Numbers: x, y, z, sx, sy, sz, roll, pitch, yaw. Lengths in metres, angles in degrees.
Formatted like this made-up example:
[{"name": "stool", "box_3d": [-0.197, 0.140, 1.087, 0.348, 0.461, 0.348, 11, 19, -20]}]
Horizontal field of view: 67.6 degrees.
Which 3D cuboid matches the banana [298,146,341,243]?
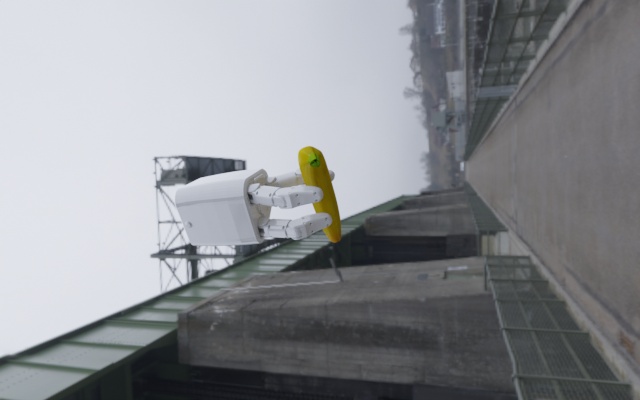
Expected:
[{"name": "banana", "box_3d": [-0.002, -0.015, 0.667, 0.037, 0.069, 0.198, -10, -36, 7]}]
